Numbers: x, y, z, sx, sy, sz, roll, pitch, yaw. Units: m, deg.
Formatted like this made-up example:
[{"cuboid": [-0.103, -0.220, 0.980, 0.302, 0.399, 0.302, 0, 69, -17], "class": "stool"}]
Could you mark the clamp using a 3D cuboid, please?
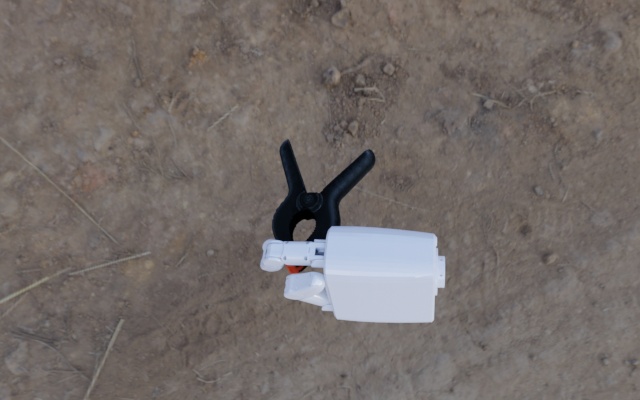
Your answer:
[{"cuboid": [0.000, 0.002, 0.556, 0.120, 0.171, 0.039, -2, -25, 18], "class": "clamp"}]
